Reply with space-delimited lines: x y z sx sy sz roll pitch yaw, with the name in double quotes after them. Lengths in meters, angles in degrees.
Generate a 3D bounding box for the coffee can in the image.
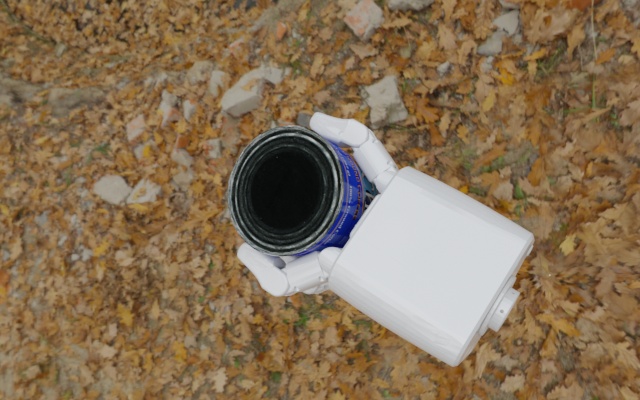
0.000 0.001 0.428 0.103 0.103 0.140 0 -8 25 "coffee can"
